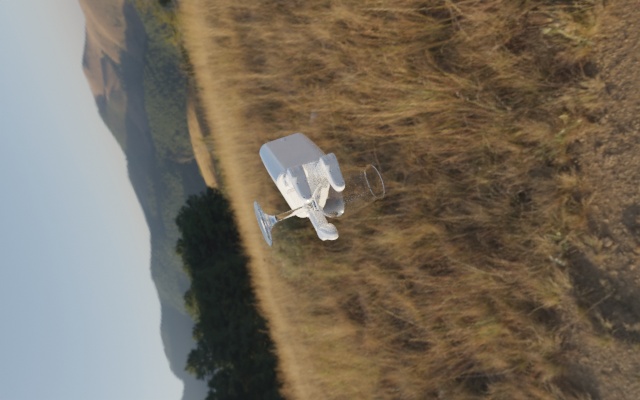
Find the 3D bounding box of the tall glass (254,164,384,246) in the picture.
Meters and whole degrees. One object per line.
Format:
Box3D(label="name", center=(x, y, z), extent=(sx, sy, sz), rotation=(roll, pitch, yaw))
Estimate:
Box3D(label="tall glass", center=(0.000, 0.003, 0.763), extent=(0.201, 0.079, 0.079), rotation=(-20, 5, -15))
